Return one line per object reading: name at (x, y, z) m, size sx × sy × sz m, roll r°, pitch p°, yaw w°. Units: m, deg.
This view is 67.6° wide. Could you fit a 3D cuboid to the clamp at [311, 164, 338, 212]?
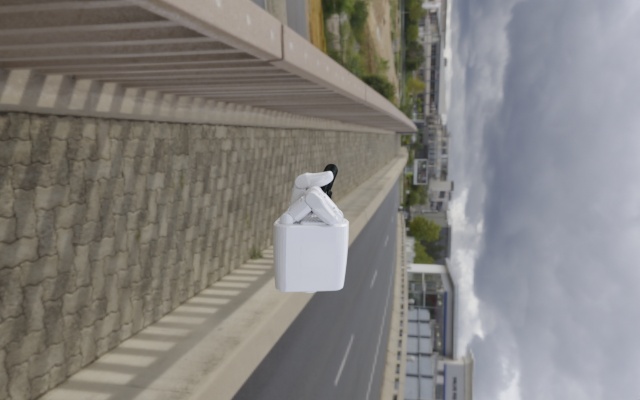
clamp at (0.001, 0.003, 0.831) m, size 0.039 × 0.120 × 0.171 m, roll 6°, pitch 11°, yaw 11°
